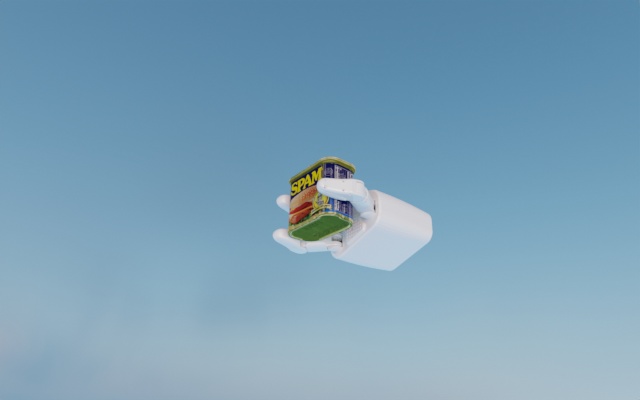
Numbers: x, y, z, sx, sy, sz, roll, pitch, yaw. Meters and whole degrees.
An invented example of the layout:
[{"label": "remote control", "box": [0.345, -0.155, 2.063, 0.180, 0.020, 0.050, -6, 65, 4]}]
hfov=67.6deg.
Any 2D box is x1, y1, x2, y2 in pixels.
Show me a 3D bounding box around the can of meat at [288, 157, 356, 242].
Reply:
[{"label": "can of meat", "box": [0.000, 0.002, 0.645, 0.057, 0.084, 0.102, 21, -33, -34]}]
